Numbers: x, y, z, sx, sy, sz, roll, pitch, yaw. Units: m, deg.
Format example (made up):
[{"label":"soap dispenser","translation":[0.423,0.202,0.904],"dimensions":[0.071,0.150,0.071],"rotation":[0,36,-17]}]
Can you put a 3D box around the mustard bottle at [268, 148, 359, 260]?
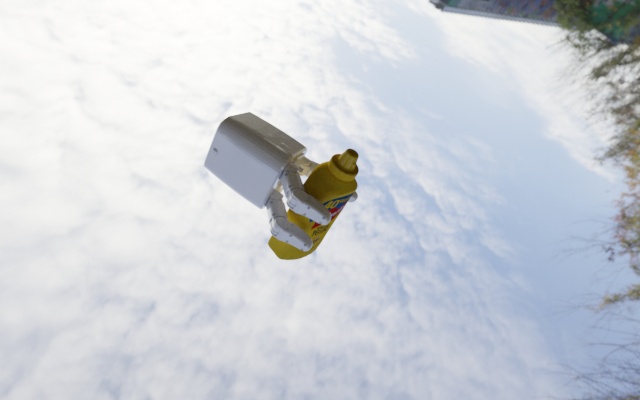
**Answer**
[{"label":"mustard bottle","translation":[0.000,0.003,0.668],"dimensions":[0.096,0.058,0.192],"rotation":[-17,-31,-45]}]
